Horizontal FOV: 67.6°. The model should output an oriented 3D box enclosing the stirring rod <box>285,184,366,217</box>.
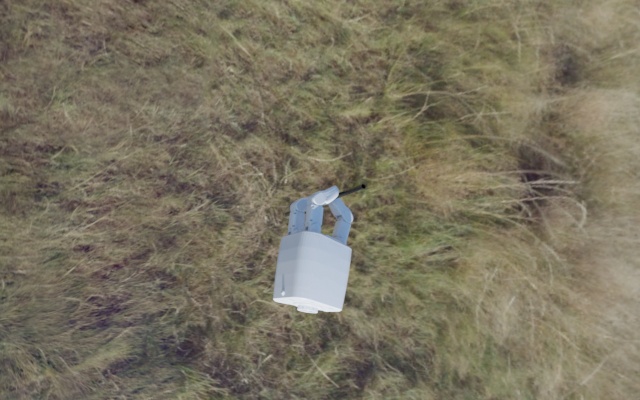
[{"bbox_3d":[0.000,0.003,0.835,0.011,0.011,0.239,0,-12,-34],"label":"stirring rod"}]
